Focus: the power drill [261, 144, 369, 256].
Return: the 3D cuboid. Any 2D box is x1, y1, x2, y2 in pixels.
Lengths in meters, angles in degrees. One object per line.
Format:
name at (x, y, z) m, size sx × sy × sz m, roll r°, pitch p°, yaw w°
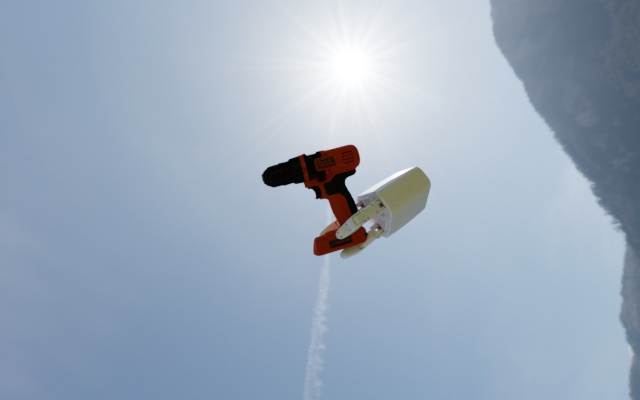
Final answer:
power drill at (0.001, 0.003, 0.881) m, size 0.184 × 0.187 × 0.057 m, roll -15°, pitch 5°, yaw -3°
